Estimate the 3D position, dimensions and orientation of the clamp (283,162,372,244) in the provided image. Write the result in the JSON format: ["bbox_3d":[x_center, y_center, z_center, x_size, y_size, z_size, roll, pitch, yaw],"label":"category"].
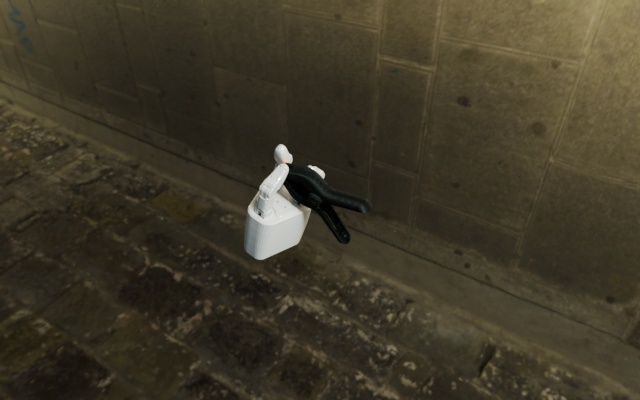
[{"bbox_3d":[0.000,0.003,0.796,0.171,0.120,0.039,33,47,16],"label":"clamp"}]
